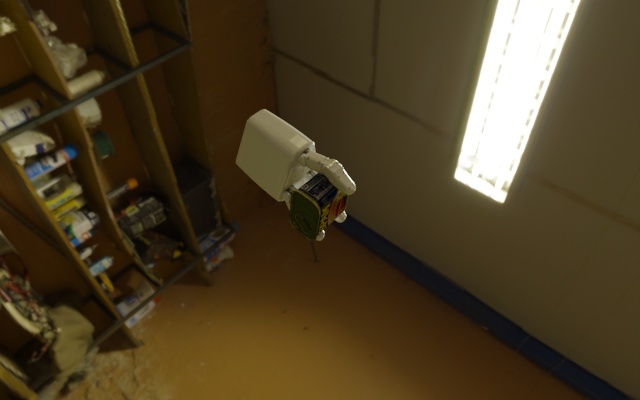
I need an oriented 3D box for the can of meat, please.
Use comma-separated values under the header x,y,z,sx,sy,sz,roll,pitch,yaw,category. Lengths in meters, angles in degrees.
x,y,z,sx,sy,sz,roll,pitch,yaw,category
0.000,0.002,0.756,0.057,0.102,0.084,36,57,20,can of meat
